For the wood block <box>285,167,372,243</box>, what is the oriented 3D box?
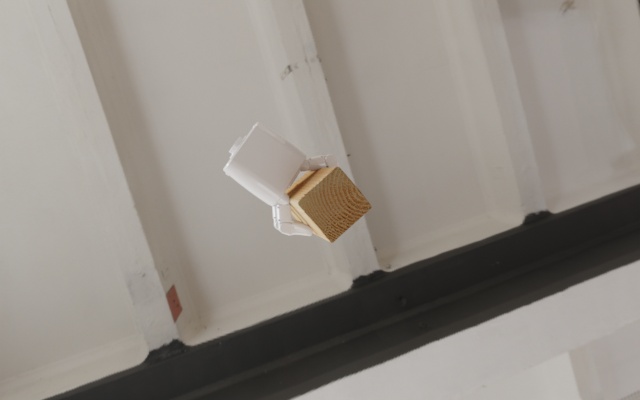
[{"bbox_3d":[0.000,0.002,0.848,0.091,0.090,0.206,-42,11,-8],"label":"wood block"}]
